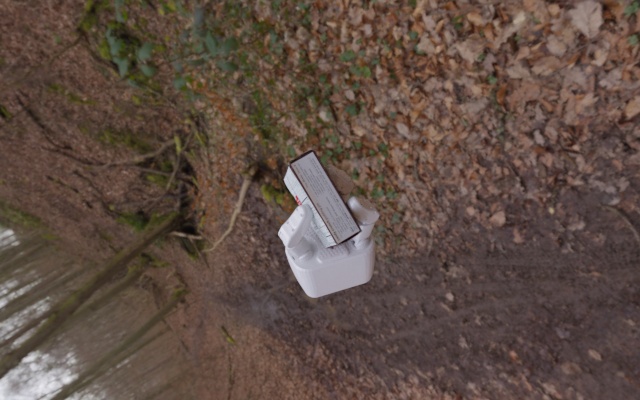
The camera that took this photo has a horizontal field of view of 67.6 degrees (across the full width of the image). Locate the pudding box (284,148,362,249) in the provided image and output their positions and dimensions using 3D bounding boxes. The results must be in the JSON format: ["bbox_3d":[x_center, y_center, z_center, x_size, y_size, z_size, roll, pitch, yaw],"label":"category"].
[{"bbox_3d":[0.000,0.002,0.578,0.039,0.113,0.090,-32,-2,-11],"label":"pudding box"}]
